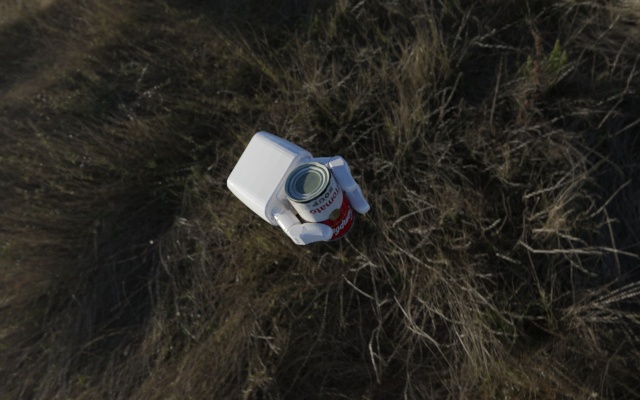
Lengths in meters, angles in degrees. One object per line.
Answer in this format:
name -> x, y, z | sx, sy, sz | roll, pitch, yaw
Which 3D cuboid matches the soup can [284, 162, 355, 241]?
soup can -> 0.000, 0.002, 0.660 | 0.068, 0.068, 0.102 | 0, -33, 25
